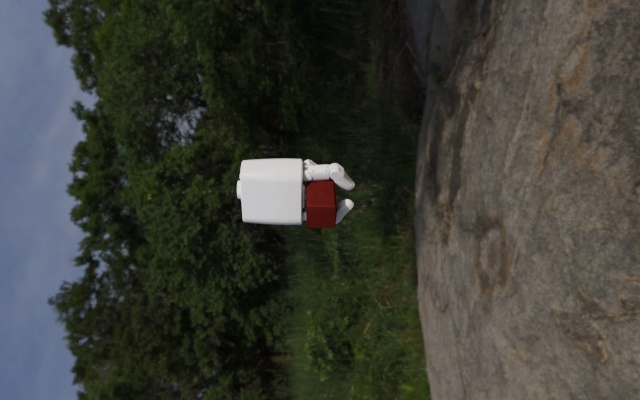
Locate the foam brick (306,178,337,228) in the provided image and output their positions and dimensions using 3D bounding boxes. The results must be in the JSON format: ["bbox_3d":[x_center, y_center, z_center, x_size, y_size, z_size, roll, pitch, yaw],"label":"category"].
[{"bbox_3d":[0.000,0.003,0.823,0.051,0.053,0.078,0,45,-3],"label":"foam brick"}]
